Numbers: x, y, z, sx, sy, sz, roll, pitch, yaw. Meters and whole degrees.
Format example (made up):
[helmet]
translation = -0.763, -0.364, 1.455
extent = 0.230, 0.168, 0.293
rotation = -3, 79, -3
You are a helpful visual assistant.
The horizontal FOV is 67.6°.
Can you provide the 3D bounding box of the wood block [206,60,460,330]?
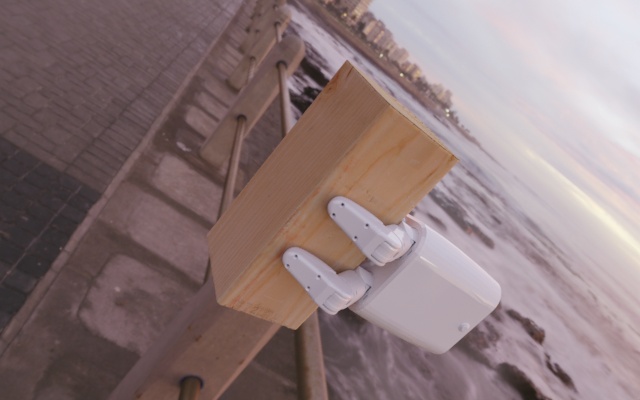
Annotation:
[wood block]
translation = 0.000, 0.001, 0.408
extent = 0.090, 0.206, 0.090
rotation = 29, 21, -34
